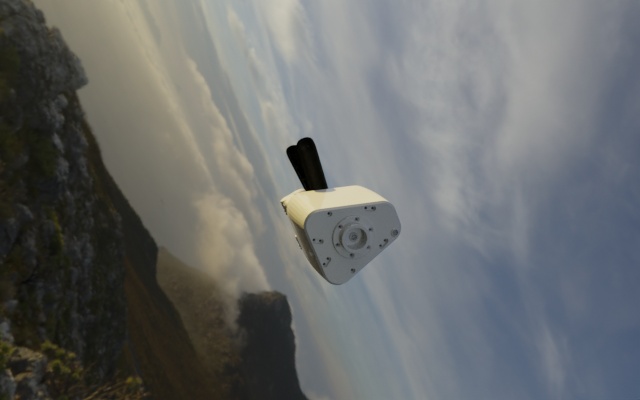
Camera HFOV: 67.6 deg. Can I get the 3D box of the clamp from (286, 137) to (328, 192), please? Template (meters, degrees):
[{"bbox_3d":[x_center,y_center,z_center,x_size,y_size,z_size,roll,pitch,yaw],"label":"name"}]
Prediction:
[{"bbox_3d":[0.001,0.003,0.713,0.036,0.210,0.164,-23,13,-6],"label":"clamp"}]
